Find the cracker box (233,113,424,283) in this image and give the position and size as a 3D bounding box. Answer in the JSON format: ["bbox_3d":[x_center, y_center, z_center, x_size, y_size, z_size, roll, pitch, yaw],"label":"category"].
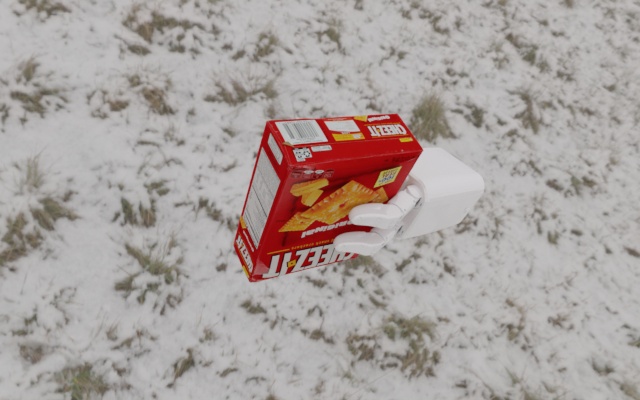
[{"bbox_3d":[0.000,0.002,0.564,0.164,0.072,0.214,-9,-37,-28],"label":"cracker box"}]
